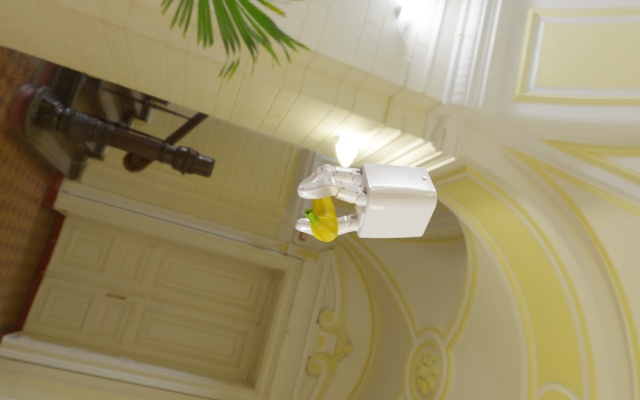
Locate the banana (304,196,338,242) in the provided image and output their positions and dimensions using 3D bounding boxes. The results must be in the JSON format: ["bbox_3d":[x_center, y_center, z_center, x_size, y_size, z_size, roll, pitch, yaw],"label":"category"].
[{"bbox_3d":[0.005,0.021,0.737,0.037,0.069,0.197,-14,12,4],"label":"banana"}]
